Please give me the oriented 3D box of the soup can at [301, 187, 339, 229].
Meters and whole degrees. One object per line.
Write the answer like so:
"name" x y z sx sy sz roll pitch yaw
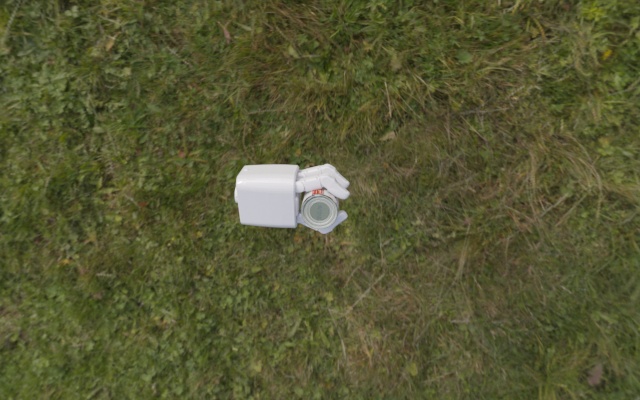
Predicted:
"soup can" 0.001 0.003 0.883 0.068 0.068 0.102 0 20 3
